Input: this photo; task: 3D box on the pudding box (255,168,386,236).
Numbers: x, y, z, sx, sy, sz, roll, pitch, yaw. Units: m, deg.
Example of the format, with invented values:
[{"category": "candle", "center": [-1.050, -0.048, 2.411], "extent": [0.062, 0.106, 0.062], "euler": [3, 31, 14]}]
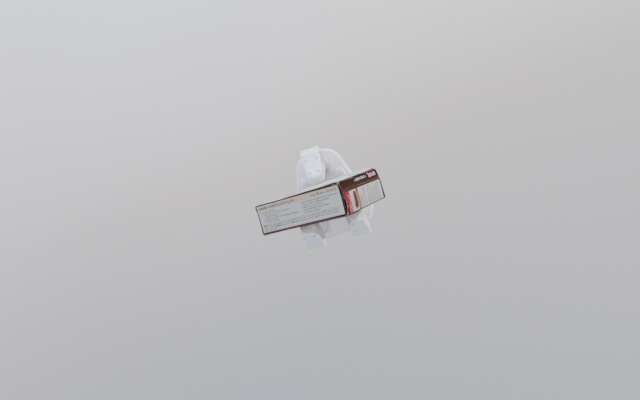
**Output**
[{"category": "pudding box", "center": [0.000, 0.002, 0.518], "extent": [0.113, 0.039, 0.090], "euler": [-17, 4, 34]}]
